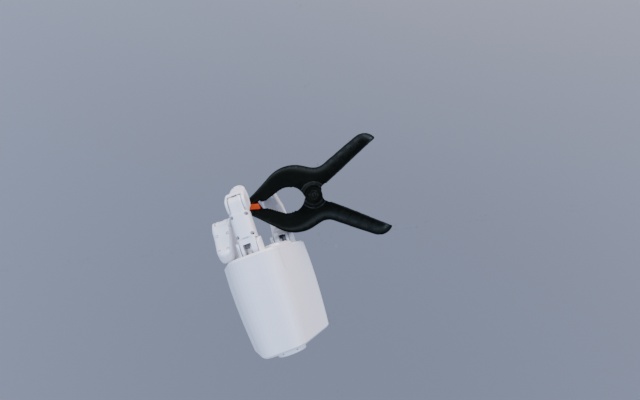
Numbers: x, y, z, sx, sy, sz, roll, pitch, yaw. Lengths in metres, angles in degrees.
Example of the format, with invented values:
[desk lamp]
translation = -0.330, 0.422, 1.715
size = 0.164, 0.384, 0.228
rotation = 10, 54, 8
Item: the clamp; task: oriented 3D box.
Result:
[clamp]
translation = 0.000, 0.002, 0.559
size = 0.171, 0.120, 0.039
rotation = -20, -8, 0
